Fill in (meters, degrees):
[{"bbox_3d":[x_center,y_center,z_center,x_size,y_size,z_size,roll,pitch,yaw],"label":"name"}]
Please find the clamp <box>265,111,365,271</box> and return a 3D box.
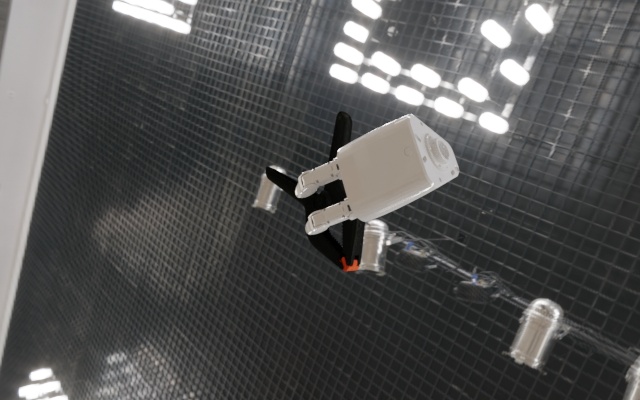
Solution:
[{"bbox_3d":[0.001,0.003,0.670,0.164,0.210,0.036,-26,-19,34],"label":"clamp"}]
